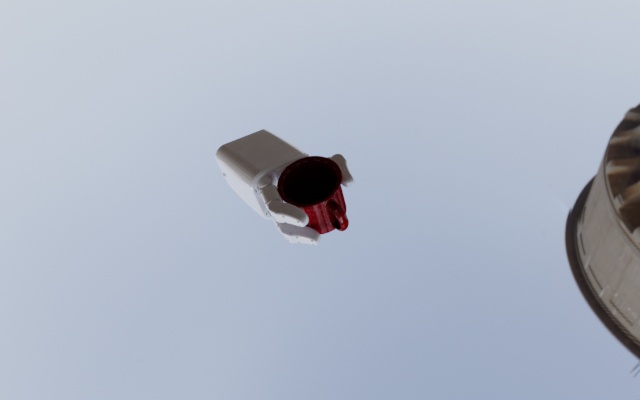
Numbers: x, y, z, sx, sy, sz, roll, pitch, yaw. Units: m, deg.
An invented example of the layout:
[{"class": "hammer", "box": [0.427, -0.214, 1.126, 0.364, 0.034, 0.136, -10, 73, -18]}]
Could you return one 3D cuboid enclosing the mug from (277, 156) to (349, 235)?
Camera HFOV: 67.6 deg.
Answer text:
[{"class": "mug", "box": [0.001, 0.003, 0.687, 0.093, 0.082, 0.117, -40, 53, -17]}]
